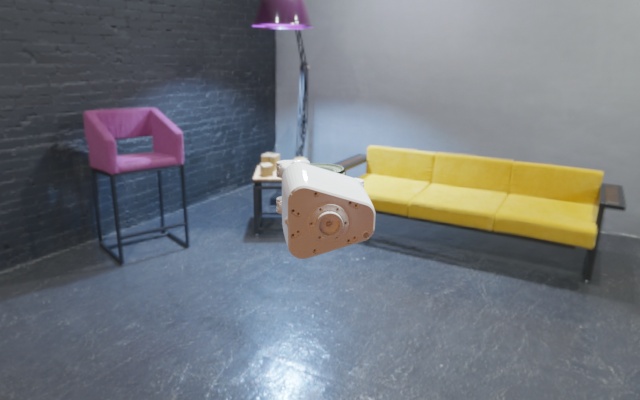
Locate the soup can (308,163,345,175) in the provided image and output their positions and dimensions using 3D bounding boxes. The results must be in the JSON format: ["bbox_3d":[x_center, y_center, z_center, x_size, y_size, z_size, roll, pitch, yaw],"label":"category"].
[{"bbox_3d":[0.000,0.002,0.695,0.068,0.102,0.068,1,17,0],"label":"soup can"}]
